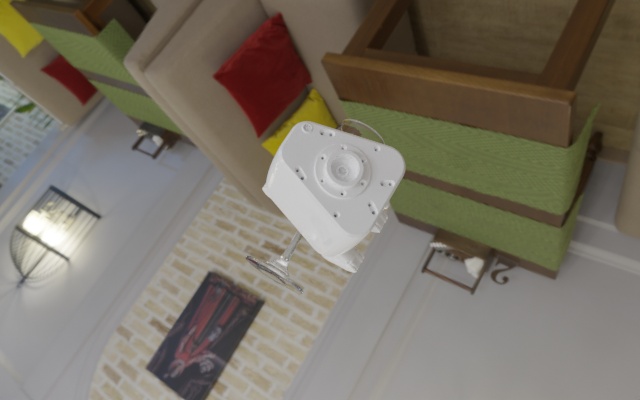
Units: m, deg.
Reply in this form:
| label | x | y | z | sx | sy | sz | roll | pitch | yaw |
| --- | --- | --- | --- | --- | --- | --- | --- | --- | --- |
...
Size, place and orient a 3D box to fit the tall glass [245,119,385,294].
| label | x | y | z | sx | sy | sz | roll | pitch | yaw |
| --- | --- | --- | --- | --- | --- | --- | --- | --- | --- |
| tall glass | 0.000 | 0.002 | 0.550 | 0.079 | 0.201 | 0.079 | 29 | -17 | 10 |
